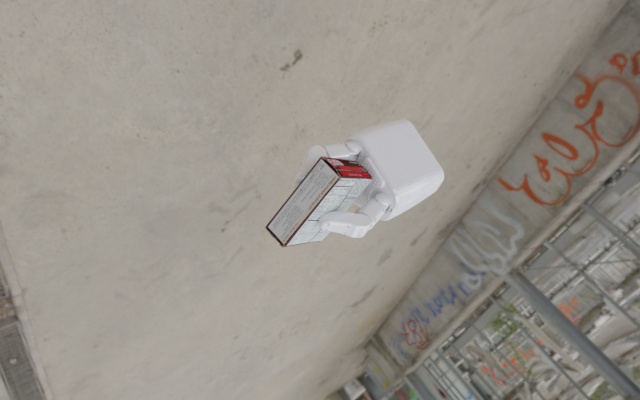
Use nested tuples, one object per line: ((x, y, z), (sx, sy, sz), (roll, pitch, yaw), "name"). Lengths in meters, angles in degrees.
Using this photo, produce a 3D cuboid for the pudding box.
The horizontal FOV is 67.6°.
((0.000, 0.002, 0.564), (0.039, 0.113, 0.090), (46, 21, 22), "pudding box")
